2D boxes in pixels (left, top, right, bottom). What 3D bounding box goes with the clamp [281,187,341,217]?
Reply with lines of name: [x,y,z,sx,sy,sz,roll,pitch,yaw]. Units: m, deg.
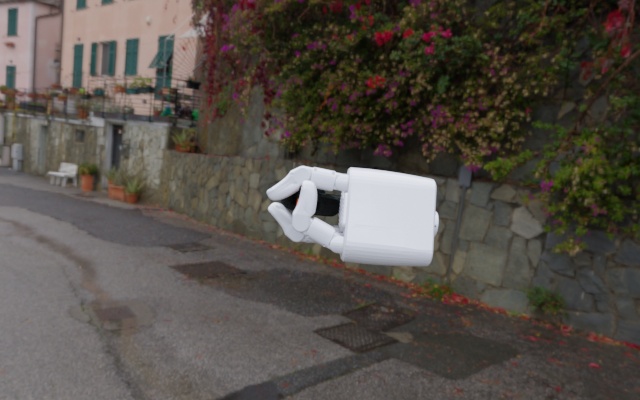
clamp: [0.000,0.002,0.657,0.120,0.039,0.171,5,7,-2]
